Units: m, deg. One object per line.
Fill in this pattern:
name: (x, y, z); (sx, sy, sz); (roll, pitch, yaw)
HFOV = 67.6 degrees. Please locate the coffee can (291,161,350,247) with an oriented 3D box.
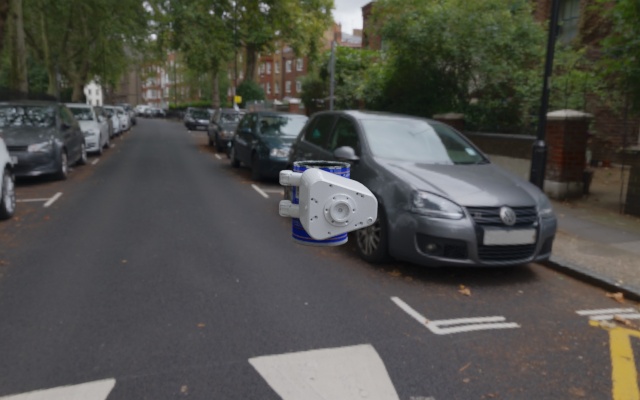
coffee can: (0.000, 0.003, 0.862); (0.103, 0.140, 0.103); (2, 10, 0)
